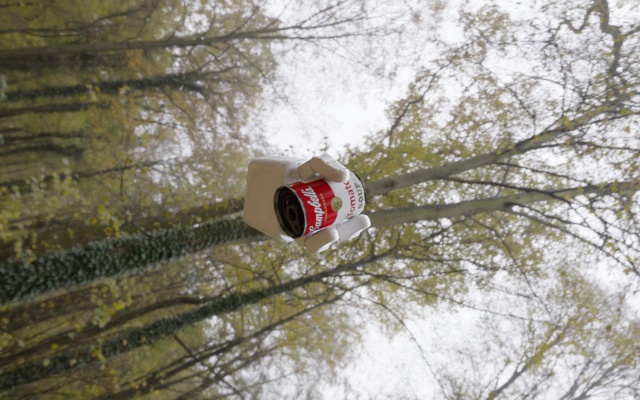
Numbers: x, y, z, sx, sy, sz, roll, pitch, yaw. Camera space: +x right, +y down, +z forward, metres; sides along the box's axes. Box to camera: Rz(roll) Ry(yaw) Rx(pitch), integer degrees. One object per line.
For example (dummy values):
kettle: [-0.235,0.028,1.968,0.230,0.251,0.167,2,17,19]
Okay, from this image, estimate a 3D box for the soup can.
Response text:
soup can: [0.001,0.002,0.616,0.102,0.068,0.068,-18,11,-35]
